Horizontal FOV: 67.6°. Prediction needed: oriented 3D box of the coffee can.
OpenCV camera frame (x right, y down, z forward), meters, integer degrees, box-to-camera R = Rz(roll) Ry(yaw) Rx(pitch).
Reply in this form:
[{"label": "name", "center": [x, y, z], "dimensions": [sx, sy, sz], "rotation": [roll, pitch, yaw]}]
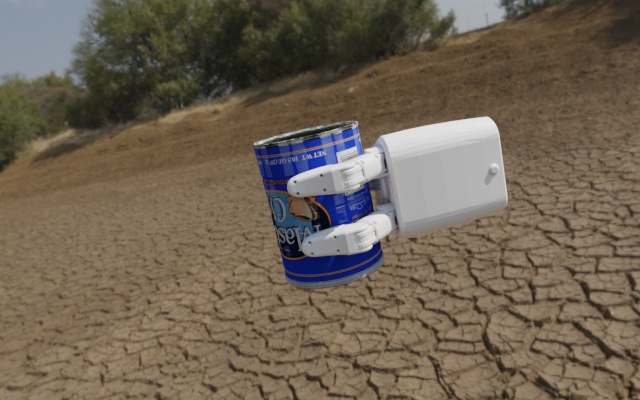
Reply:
[{"label": "coffee can", "center": [0.000, 0.002, 0.471], "dimensions": [0.103, 0.140, 0.102], "rotation": [-12, 12, 3]}]
